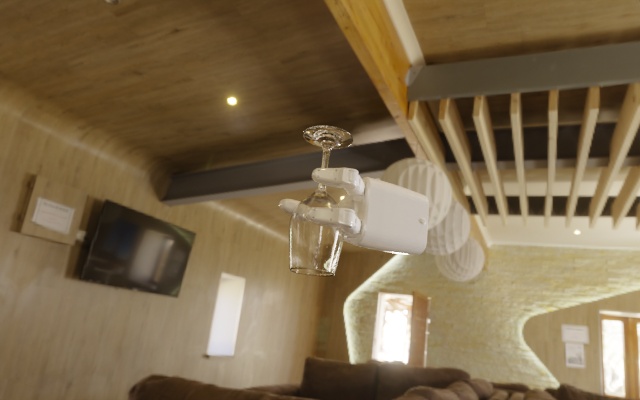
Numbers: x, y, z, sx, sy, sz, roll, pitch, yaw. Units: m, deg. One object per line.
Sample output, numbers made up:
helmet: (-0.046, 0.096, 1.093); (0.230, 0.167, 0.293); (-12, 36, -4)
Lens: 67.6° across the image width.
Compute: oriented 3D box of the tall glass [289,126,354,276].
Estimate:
tall glass: (0.000, 0.002, 0.670); (0.079, 0.201, 0.079); (7, -16, 2)
